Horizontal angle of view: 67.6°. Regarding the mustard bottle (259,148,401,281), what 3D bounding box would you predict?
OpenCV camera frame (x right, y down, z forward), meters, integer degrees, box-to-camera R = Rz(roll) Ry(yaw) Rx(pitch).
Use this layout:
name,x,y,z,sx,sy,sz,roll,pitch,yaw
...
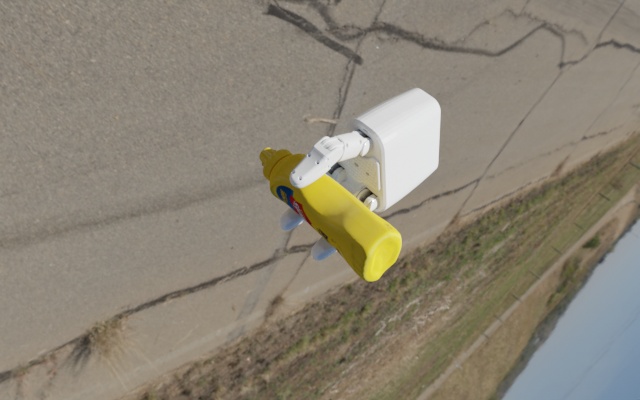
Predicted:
name,x,y,z,sx,sy,sz,roll,pitch,yaw
mustard bottle,0.000,0.002,0.519,0.191,0.058,0.096,42,-9,25
